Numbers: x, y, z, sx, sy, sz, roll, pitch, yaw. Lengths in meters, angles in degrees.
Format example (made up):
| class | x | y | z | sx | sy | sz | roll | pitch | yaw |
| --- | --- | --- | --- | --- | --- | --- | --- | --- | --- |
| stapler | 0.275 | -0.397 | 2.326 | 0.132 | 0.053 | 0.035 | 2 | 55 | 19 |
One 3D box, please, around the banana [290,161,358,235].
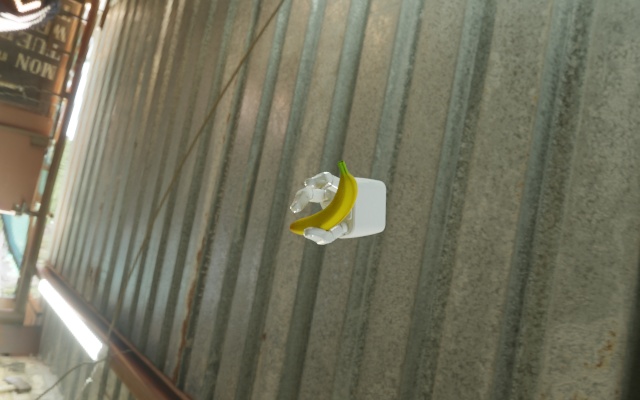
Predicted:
| class | x | y | z | sx | sy | sz | roll | pitch | yaw |
| --- | --- | --- | --- | --- | --- | --- | --- | --- | --- |
| banana | 0.013 | 0.015 | 0.861 | 0.037 | 0.069 | 0.198 | -19 | -25 | -48 |
